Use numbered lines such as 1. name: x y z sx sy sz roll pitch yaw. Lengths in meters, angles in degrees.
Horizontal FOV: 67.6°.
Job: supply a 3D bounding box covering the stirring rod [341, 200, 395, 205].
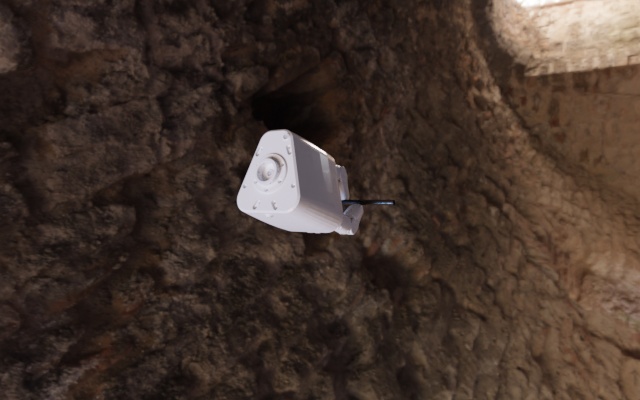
1. stirring rod: 0.000 0.002 0.735 0.239 0.011 0.011 0 0 30
